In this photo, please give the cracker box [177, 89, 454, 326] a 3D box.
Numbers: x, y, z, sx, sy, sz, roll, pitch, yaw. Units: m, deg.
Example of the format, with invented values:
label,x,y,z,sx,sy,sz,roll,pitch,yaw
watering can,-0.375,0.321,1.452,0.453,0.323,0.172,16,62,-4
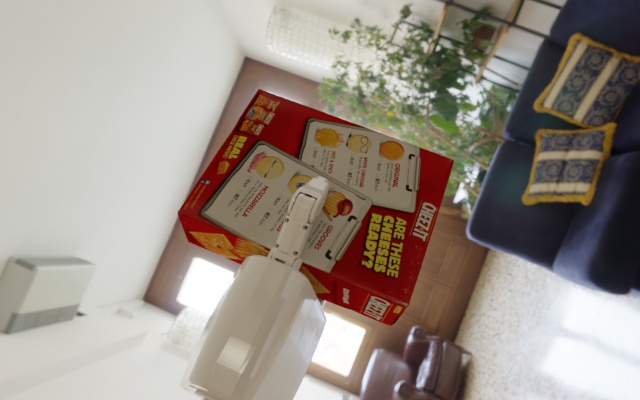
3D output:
label,x,y,z,sx,sy,sz,roll,pitch,yaw
cracker box,0.000,0.001,0.465,0.213,0.164,0.072,22,-30,7
